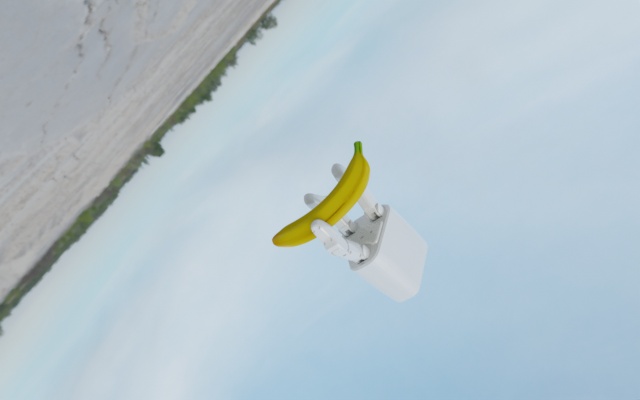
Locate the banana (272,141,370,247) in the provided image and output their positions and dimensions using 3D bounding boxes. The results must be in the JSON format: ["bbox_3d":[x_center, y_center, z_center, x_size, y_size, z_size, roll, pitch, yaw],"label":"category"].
[{"bbox_3d":[0.008,0.008,0.675,0.037,0.198,0.069,37,11,-31],"label":"banana"}]
